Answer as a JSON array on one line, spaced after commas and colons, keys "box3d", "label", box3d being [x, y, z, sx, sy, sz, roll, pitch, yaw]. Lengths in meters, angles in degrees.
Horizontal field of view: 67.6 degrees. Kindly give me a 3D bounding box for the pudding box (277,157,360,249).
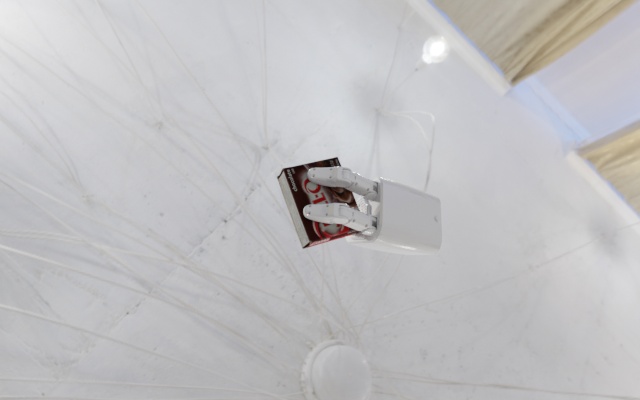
[{"box3d": [0.000, 0.002, 0.669, 0.090, 0.113, 0.039, -14, -17, -29], "label": "pudding box"}]
